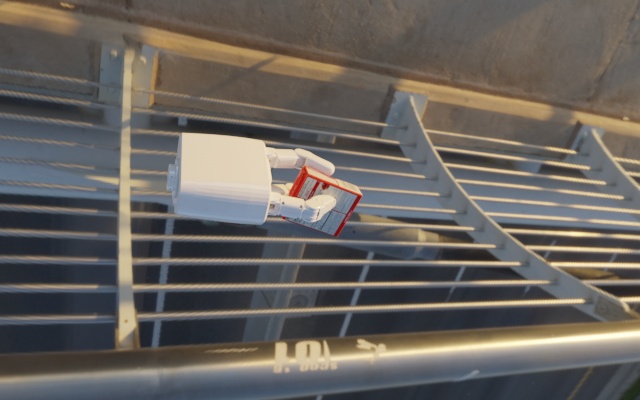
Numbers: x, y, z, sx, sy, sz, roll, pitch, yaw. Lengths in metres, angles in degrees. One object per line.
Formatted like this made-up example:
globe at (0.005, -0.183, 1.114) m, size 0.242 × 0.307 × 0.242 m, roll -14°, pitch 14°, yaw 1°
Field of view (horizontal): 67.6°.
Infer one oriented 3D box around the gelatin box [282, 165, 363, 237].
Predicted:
gelatin box at (0.000, 0.002, 0.645) m, size 0.089 × 0.073 × 0.030 m, roll 20°, pitch 23°, yaw -23°
